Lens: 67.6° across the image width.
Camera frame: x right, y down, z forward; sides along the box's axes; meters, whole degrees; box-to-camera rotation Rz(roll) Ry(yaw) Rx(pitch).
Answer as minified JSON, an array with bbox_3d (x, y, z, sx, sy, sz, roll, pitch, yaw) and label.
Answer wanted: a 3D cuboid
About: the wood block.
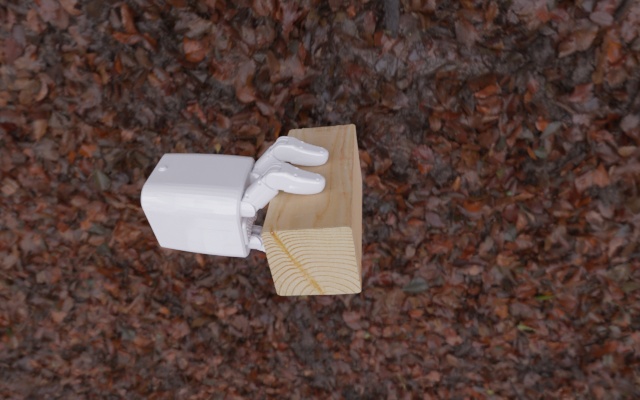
[{"bbox_3d":[0.000,0.002,0.552,0.090,0.091,0.206,-4,36,8],"label":"wood block"}]
